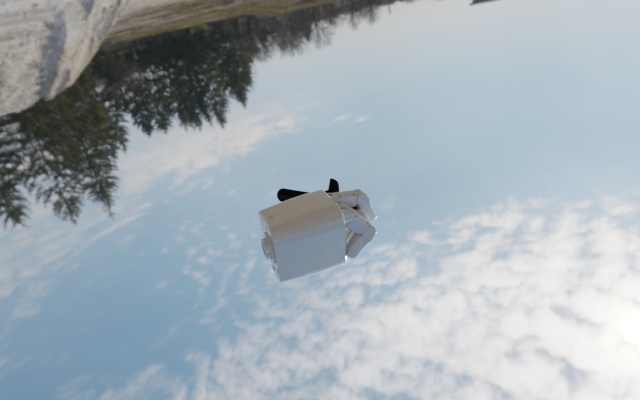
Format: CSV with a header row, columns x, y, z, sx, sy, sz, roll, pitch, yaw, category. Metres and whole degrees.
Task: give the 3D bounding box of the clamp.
x,y,z,sx,sy,sz,roll,pitch,yaw,category
0.000,0.003,0.808,0.120,0.039,0.171,-15,21,-15,clamp
